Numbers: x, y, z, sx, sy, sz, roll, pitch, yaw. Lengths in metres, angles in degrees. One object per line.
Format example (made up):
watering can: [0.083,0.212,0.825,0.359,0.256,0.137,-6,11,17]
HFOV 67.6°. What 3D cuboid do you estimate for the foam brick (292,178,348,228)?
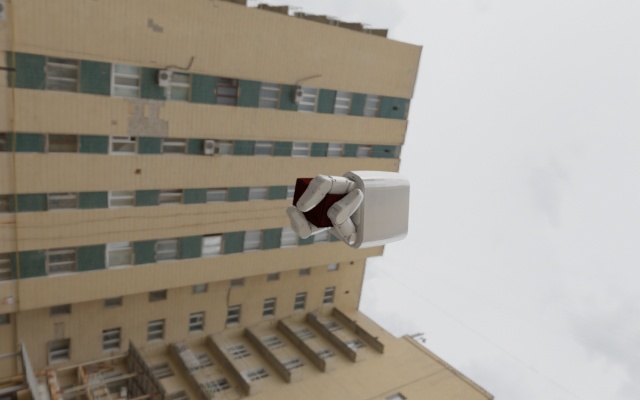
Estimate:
foam brick: [0.000,0.002,0.732,0.051,0.053,0.078,-4,26,-36]
